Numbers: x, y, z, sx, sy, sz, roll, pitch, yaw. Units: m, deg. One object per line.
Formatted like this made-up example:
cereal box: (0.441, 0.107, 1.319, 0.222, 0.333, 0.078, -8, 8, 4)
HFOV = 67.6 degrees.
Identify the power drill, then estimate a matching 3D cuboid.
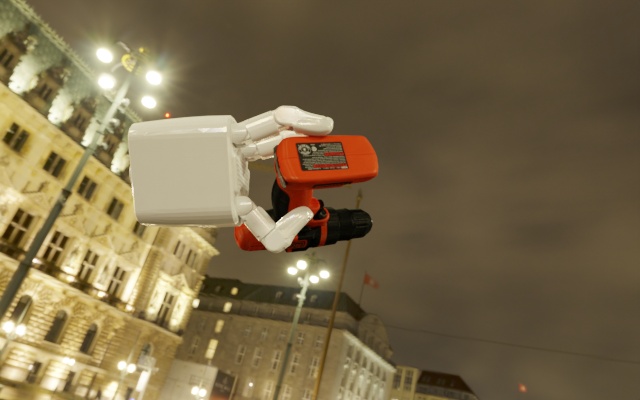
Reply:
power drill: (0.000, 0.002, 0.561, 0.184, 0.057, 0.188, -5, -30, -21)
